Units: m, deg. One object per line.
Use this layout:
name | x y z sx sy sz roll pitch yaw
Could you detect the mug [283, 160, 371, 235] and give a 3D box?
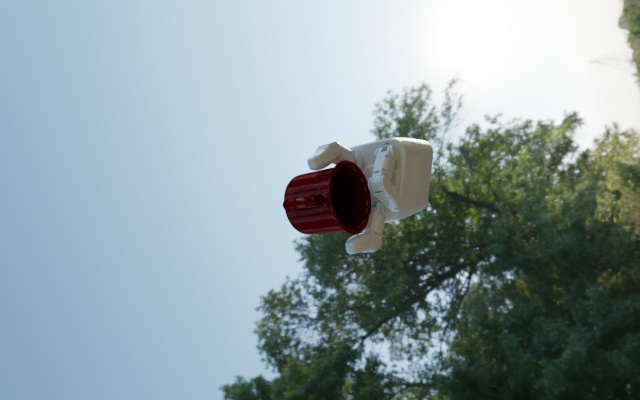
mug | -0.001 0.002 0.607 0.081 0.093 0.117 -9 0 37
